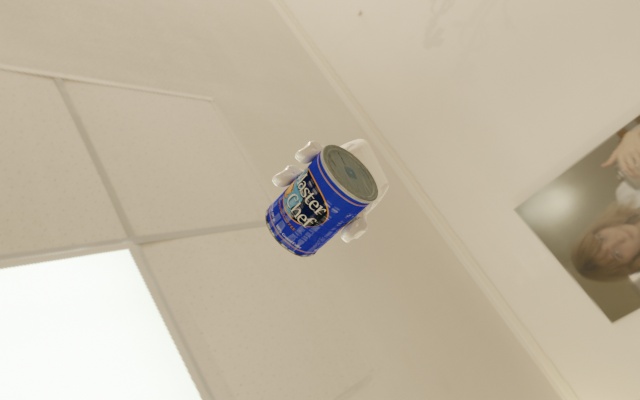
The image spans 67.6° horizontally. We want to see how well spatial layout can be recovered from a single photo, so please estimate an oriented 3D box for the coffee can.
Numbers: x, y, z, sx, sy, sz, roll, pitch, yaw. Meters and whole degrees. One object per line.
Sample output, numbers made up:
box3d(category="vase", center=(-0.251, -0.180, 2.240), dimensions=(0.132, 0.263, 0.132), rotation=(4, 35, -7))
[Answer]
box3d(category="coffee can", center=(0.000, 0.002, 0.703), dimensions=(0.140, 0.102, 0.103), rotation=(-44, -26, 29))
